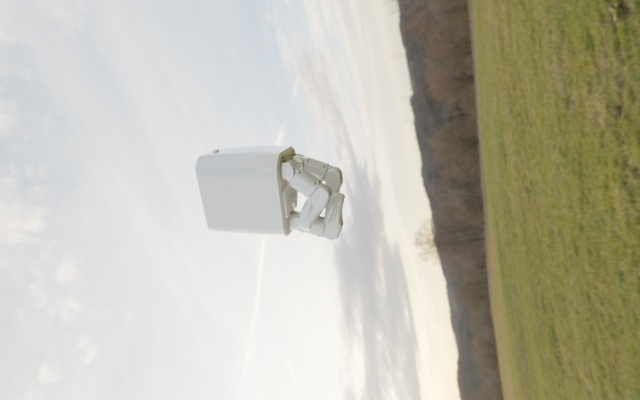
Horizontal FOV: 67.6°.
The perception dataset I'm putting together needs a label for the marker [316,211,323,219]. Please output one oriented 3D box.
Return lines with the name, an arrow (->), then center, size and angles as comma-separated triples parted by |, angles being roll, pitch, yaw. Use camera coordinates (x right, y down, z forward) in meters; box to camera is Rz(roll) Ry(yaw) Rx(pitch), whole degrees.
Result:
marker -> 0.000, 0.002, 0.644 | 0.020, 0.020, 0.121 | 0, 12, 10
